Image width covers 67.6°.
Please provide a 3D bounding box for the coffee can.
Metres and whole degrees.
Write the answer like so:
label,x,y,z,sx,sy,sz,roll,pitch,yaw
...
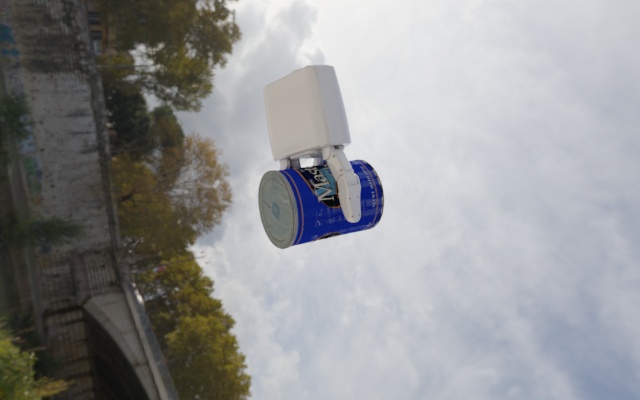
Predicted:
label,x,y,z,sx,sy,sz,roll,pitch,yaw
coffee can,0.000,0.002,0.649,0.140,0.103,0.103,-10,5,-30
